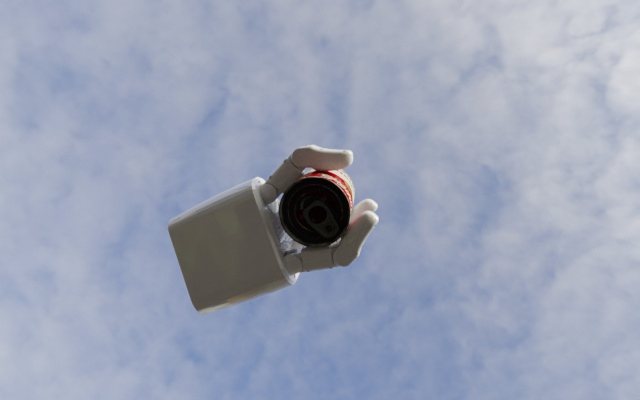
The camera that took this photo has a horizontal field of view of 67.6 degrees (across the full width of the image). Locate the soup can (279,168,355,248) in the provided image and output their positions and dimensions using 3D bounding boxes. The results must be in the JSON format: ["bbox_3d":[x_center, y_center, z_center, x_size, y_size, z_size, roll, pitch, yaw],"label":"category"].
[{"bbox_3d":[0.001,0.001,0.492,0.068,0.068,0.102,0,11,7],"label":"soup can"}]
